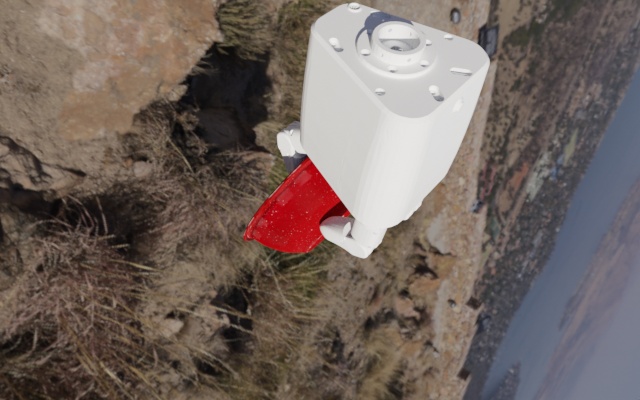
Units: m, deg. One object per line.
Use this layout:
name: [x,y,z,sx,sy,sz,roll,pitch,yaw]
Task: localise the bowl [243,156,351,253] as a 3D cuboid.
bowl: [0.000,0.002,0.481,0.162,0.055,0.162,-44,-6,-6]
